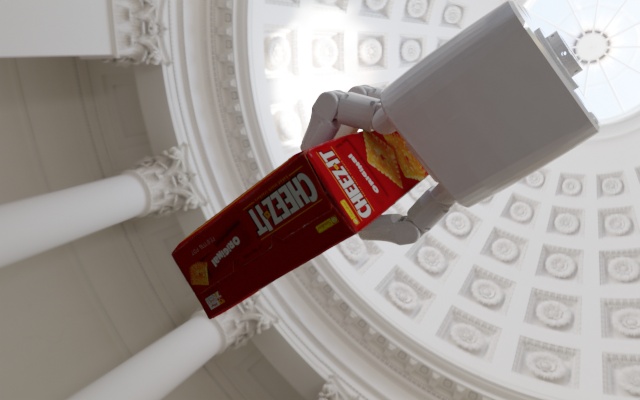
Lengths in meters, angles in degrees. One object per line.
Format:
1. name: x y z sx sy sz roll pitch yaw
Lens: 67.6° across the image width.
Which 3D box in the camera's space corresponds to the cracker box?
1. cracker box: 0.000 0.001 0.424 0.164 0.072 0.213 -35 -3 33
